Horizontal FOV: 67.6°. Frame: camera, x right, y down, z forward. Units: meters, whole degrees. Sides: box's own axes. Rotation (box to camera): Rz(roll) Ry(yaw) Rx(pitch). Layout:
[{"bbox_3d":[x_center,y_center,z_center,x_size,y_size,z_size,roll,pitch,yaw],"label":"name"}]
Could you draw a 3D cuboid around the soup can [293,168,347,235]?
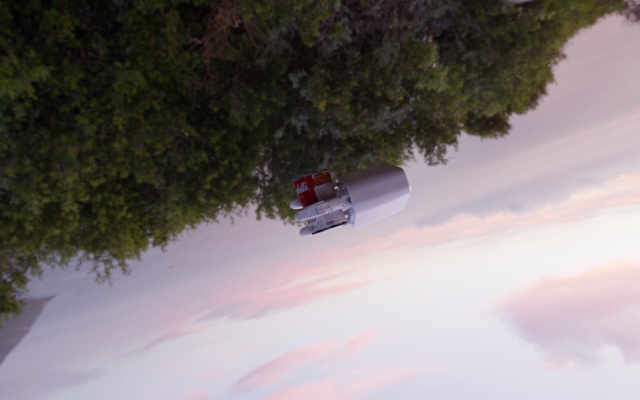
[{"bbox_3d":[0.000,0.003,0.843,0.068,0.102,0.068,-19,-4,-1],"label":"soup can"}]
